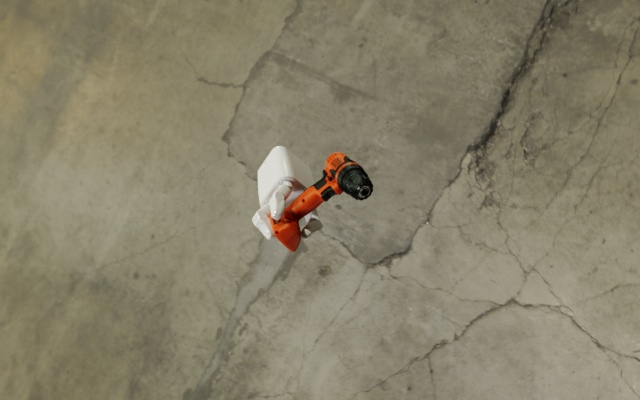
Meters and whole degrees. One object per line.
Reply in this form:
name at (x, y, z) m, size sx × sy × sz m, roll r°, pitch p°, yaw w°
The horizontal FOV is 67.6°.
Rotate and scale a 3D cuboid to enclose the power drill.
power drill at (0.000, 0.003, 0.832) m, size 0.187 × 0.057 × 0.184 m, roll -41°, pitch 21°, yaw 4°
